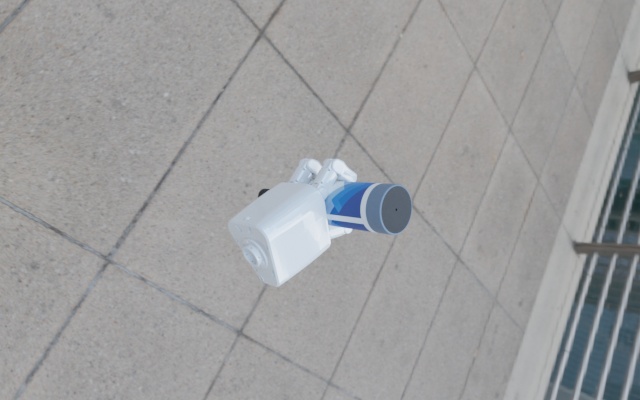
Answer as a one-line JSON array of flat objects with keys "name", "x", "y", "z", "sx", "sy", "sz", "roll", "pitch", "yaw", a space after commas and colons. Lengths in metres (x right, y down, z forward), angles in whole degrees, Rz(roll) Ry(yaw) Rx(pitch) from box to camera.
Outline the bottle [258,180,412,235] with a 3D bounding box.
[{"name": "bottle", "x": 0.000, "y": 0.002, "z": 0.725, "sx": 0.069, "sy": 0.069, "sz": 0.295, "roll": 0, "pitch": 4, "yaw": -42}]
